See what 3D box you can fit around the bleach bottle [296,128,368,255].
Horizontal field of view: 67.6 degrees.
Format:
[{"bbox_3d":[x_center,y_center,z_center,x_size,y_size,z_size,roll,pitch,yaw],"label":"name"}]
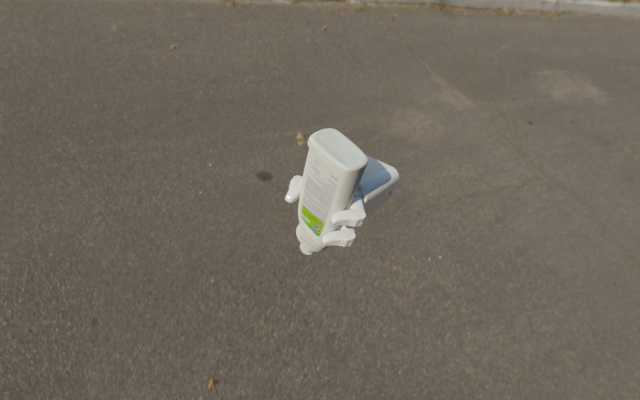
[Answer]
[{"bbox_3d":[0.000,0.003,0.838,0.068,0.251,0.102,-28,61,-38],"label":"bleach bottle"}]
